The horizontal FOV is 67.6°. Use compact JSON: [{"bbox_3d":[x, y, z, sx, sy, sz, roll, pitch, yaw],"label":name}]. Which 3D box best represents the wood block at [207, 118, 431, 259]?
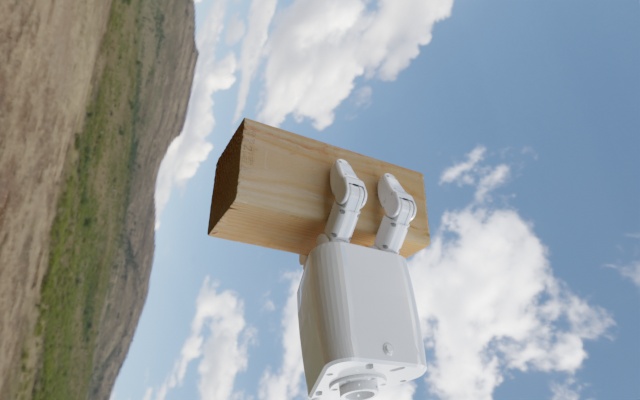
[{"bbox_3d":[0.000,0.002,0.494,0.206,0.090,0.091,15,-32,-24],"label":"wood block"}]
